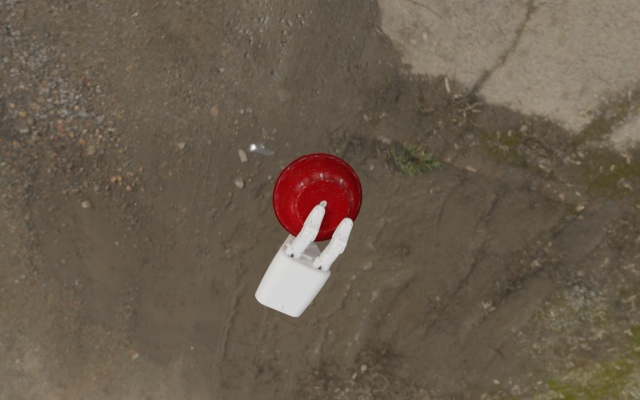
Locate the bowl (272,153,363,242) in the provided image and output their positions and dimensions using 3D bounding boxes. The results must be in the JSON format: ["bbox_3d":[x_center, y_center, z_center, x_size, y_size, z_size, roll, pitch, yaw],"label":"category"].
[{"bbox_3d":[0.001,0.002,0.814,0.162,0.162,0.055,0,15,-11],"label":"bowl"}]
